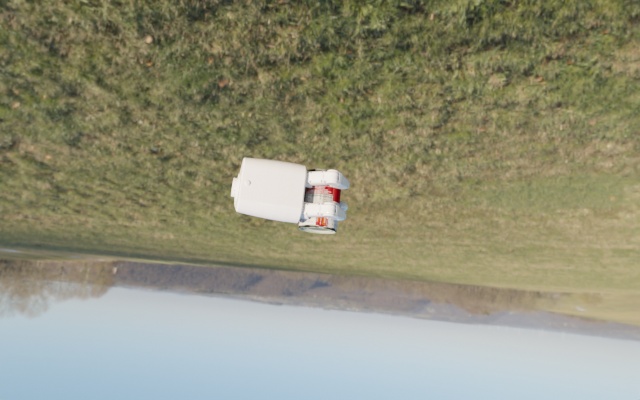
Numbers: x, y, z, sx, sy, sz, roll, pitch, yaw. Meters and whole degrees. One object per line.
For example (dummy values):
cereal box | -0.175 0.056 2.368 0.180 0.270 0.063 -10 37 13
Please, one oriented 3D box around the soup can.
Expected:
soup can | 0.001 0.003 0.832 0.068 0.102 0.068 6 -12 1
